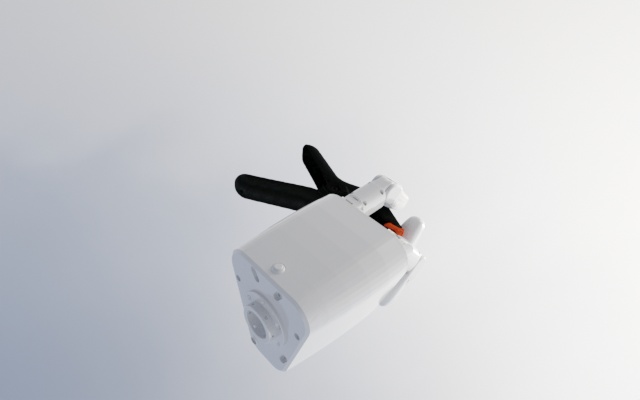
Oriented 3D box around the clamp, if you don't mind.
[{"bbox_3d":[0.000,0.002,0.480,0.120,0.039,0.171,-27,49,-34],"label":"clamp"}]
